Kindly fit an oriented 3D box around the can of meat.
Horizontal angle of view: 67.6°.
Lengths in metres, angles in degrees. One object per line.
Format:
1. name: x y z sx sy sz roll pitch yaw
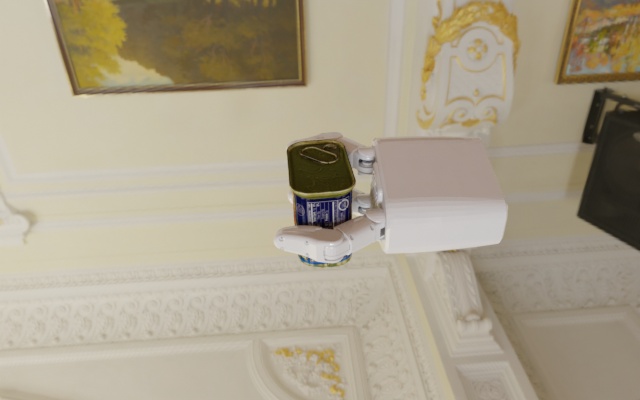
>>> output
1. can of meat: 0.000 0.002 0.455 0.057 0.084 0.102 -5 33 -4
